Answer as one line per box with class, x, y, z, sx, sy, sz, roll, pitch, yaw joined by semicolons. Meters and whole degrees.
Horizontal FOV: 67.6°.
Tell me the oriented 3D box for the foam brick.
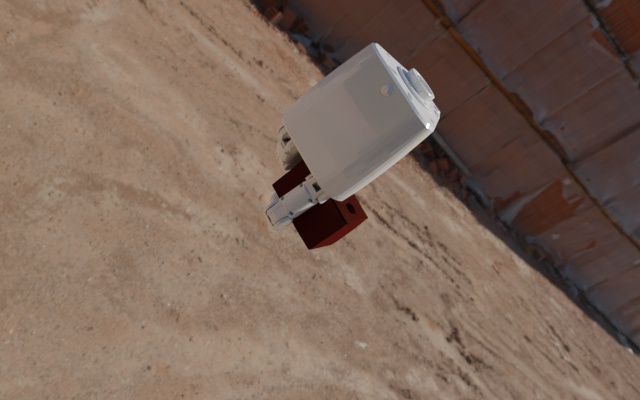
foam brick;0.000;0.002;0.473;0.051;0.078;0.053;-35;-12;24
